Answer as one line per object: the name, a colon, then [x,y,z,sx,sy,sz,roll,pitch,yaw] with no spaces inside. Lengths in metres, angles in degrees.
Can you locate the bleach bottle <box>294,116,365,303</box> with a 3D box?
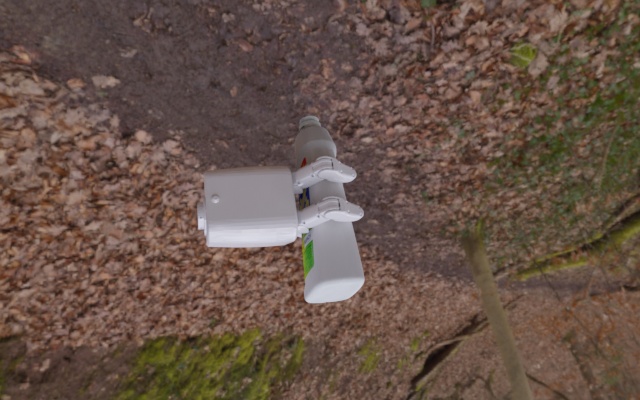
bleach bottle: [0.000,0.002,0.643,0.068,0.250,0.103,-2,-25,-15]
